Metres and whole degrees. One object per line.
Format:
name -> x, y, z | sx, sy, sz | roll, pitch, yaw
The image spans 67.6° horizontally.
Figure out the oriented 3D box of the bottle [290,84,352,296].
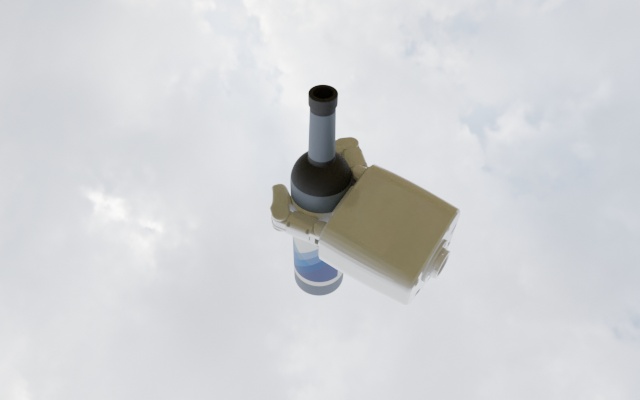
bottle -> 0.000, 0.002, 0.540 | 0.069, 0.069, 0.296 | 0, -42, -1
